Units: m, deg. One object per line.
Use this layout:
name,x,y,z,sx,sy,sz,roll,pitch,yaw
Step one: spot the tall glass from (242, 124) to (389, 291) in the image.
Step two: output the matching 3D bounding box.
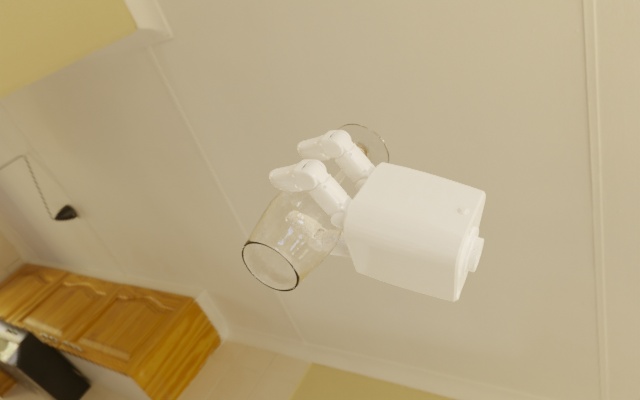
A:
tall glass,0.000,0.001,0.499,0.079,0.079,0.201,0,37,36
